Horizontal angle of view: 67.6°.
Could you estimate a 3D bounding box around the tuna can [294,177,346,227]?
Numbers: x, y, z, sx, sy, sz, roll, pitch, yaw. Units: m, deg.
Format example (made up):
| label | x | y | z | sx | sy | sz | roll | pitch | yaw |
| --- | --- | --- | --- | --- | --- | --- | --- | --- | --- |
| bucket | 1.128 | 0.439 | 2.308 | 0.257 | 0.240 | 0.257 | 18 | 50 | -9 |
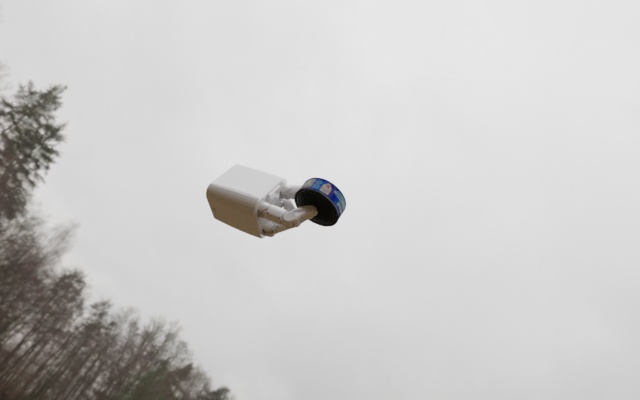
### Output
| label | x | y | z | sx | sy | sz | roll | pitch | yaw |
| --- | --- | --- | --- | --- | --- | --- | --- | --- | --- |
| tuna can | 0.000 | 0.002 | 0.813 | 0.086 | 0.086 | 0.033 | 0 | 41 | 40 |
